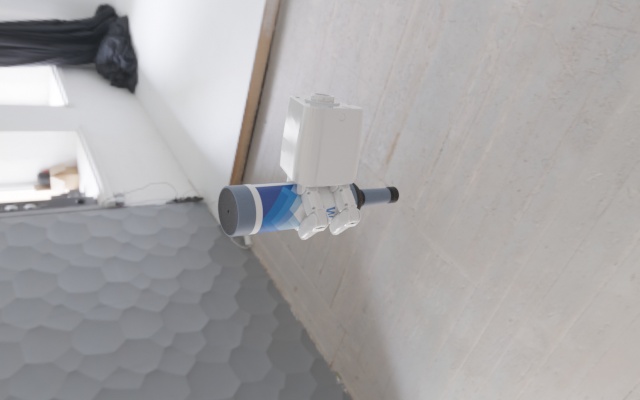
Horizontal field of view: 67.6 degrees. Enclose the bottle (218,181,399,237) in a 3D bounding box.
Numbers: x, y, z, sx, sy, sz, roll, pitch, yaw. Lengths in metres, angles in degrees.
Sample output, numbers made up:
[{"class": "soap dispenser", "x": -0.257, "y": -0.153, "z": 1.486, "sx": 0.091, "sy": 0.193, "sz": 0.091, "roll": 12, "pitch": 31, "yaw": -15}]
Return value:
[{"class": "bottle", "x": 0.000, "y": 0.002, "z": 0.702, "sx": 0.295, "sy": 0.069, "sz": 0.069, "roll": -6, "pitch": 3, "yaw": -35}]
